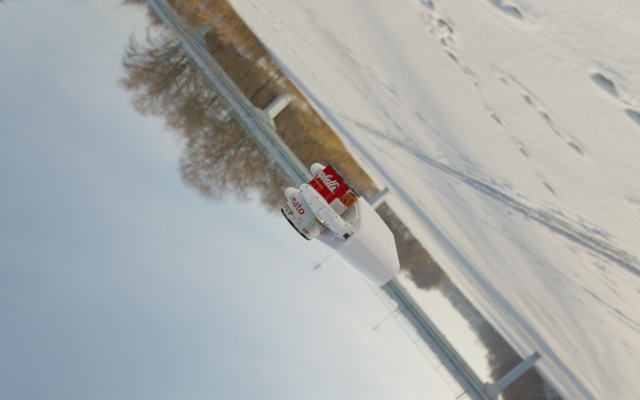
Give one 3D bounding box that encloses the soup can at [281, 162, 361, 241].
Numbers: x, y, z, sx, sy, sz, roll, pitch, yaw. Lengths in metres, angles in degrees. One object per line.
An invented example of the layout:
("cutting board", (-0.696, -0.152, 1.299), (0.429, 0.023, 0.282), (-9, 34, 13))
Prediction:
("soup can", (0.000, 0.002, 0.708), (0.102, 0.068, 0.068), (-42, -5, 6))
